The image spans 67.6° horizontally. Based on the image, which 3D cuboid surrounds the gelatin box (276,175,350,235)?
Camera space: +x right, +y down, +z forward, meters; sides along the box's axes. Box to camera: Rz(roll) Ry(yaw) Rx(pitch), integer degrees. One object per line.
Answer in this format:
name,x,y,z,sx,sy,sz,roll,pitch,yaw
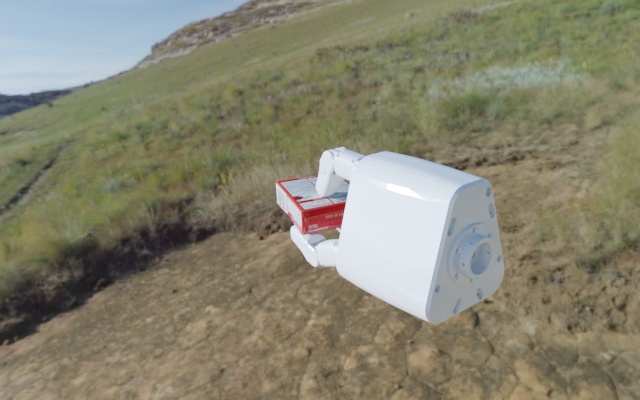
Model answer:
gelatin box,0.000,0.001,0.512,0.073,0.030,0.089,-10,26,-20
